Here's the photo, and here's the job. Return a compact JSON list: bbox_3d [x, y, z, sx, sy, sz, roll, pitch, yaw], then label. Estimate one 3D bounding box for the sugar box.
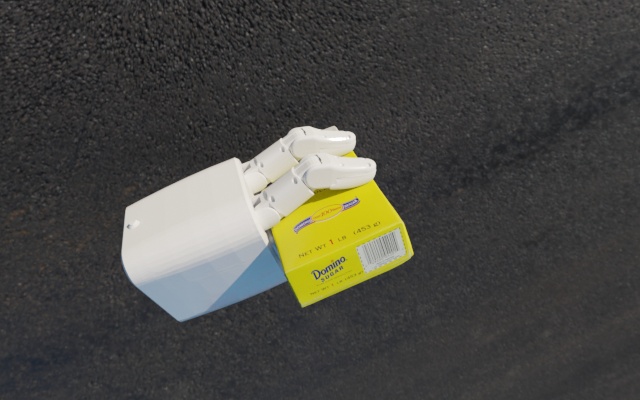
[{"bbox_3d":[0.000,0.001,0.410,0.093,0.048,0.176,-23,37,-3],"label":"sugar box"}]
